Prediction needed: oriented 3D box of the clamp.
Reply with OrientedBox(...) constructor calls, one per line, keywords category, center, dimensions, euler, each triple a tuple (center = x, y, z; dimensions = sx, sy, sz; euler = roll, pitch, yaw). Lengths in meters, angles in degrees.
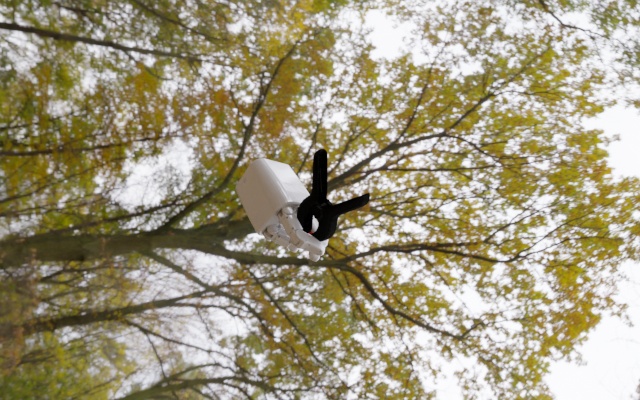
OrientedBox(category="clamp", center=(0.001, 0.003, 0.787), dimensions=(0.039, 0.120, 0.171), euler=(-8, -32, -45))
